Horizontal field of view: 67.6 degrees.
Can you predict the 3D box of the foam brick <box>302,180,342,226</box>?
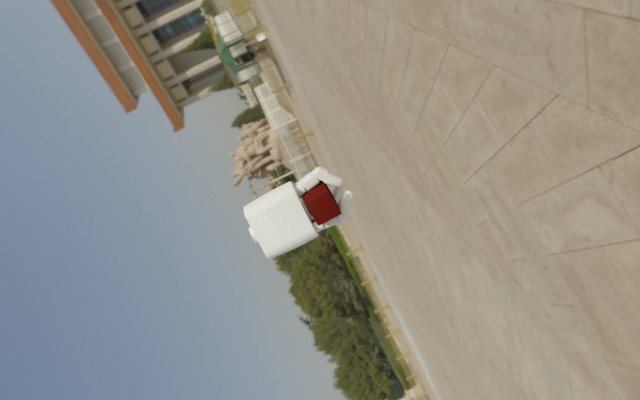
[{"bbox_3d":[0.000,0.003,0.896,0.051,0.053,0.078,-28,21,0],"label":"foam brick"}]
